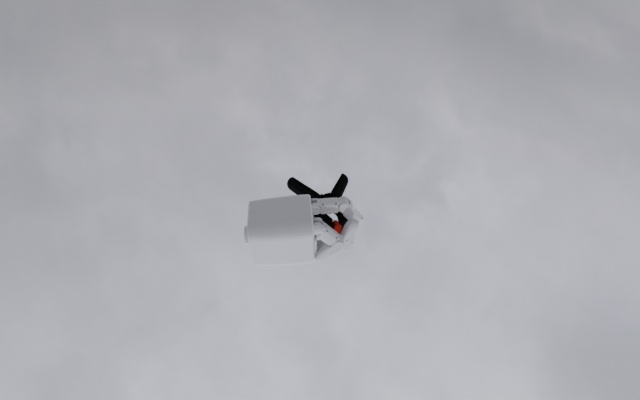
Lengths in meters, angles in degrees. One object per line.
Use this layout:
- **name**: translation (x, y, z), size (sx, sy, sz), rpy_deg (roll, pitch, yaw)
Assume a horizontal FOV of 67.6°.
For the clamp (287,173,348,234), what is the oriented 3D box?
- **clamp**: translation (0.000, 0.003, 0.880), size (0.120, 0.039, 0.171), rpy_deg (-4, 35, -2)
